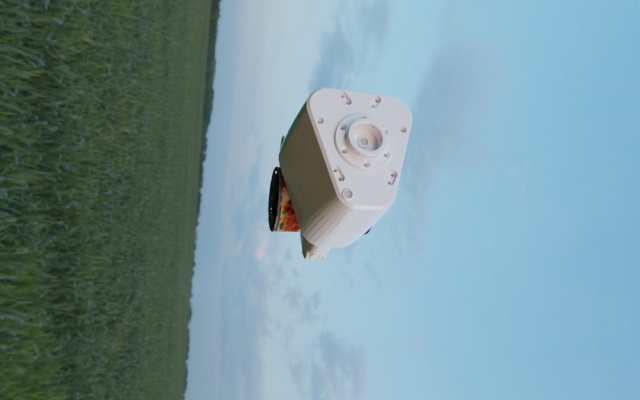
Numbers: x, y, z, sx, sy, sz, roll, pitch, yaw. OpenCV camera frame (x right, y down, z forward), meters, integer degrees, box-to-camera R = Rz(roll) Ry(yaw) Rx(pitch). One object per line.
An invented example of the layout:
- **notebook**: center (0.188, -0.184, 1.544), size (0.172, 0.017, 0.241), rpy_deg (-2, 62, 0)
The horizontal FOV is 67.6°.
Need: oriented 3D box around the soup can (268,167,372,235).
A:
- **soup can**: center (0.000, 0.002, 0.506), size (0.102, 0.068, 0.068), rpy_deg (4, -1, -15)
